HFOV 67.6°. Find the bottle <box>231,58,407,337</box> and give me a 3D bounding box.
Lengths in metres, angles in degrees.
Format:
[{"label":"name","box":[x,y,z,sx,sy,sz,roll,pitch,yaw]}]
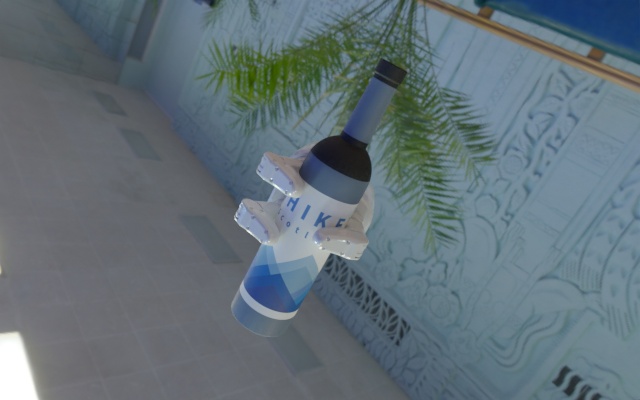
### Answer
[{"label":"bottle","box":[0.000,0.002,0.474,0.069,0.296,0.069,25,18,-9]}]
